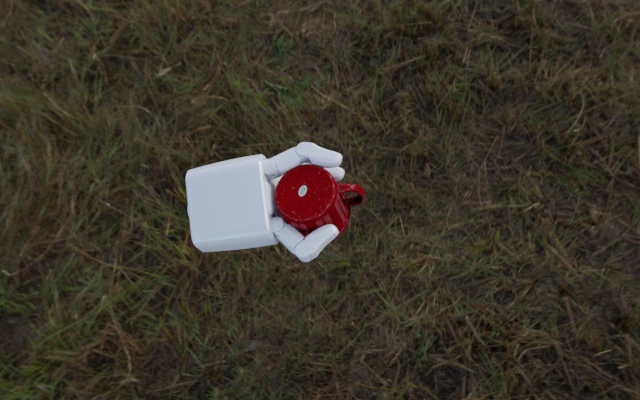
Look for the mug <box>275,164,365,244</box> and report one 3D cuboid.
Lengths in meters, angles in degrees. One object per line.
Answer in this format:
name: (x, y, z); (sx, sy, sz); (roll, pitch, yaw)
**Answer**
mug: (0.001, 0.002, 0.626); (0.117, 0.093, 0.081); (-10, -24, 9)
